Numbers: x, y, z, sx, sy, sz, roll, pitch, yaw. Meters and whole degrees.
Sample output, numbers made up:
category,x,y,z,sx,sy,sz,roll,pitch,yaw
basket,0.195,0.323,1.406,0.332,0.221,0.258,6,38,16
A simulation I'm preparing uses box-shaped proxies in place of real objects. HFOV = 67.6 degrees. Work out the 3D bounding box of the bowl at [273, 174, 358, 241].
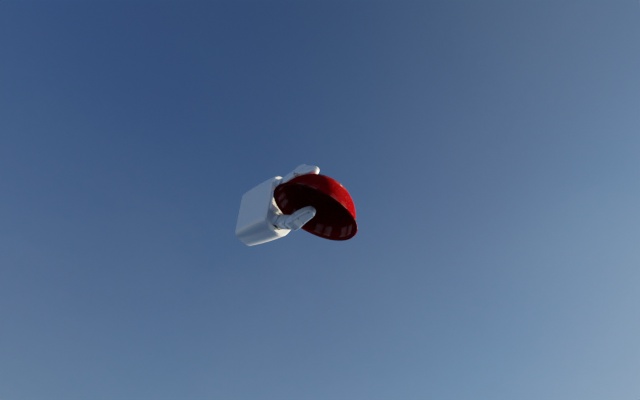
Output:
category,x,y,z,sx,sy,sz,roll,pitch,yaw
bowl,0.001,0.002,0.842,0.162,0.055,0.162,22,-29,13
